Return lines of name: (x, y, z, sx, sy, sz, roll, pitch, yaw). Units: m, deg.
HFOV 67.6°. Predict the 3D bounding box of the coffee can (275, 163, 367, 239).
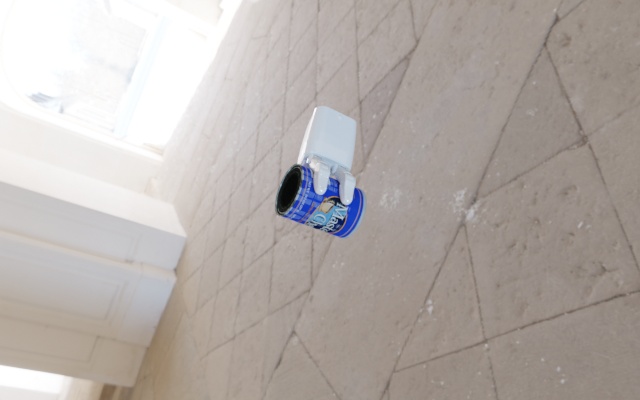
coffee can: (0.000, 0.003, 0.894, 0.140, 0.103, 0.103, 21, -9, -25)
